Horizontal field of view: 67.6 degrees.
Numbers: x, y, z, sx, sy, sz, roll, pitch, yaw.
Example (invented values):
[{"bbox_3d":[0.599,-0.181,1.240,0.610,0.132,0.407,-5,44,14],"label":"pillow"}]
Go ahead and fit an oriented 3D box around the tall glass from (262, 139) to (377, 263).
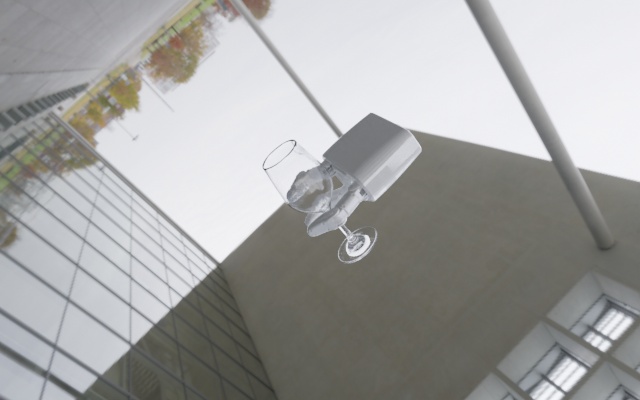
[{"bbox_3d":[0.000,0.003,0.715,0.201,0.079,0.079,49,-26,-25],"label":"tall glass"}]
